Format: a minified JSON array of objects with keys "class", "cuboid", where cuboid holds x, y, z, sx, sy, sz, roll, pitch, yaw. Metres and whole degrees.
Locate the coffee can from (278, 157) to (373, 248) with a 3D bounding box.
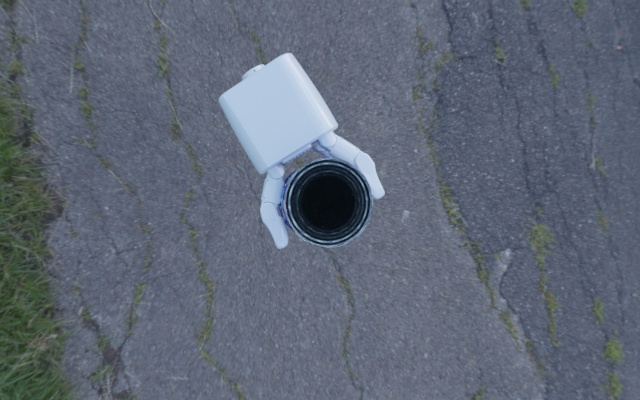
[{"class":"coffee can","cuboid":[0.000,0.002,0.604,0.103,0.103,0.140,0,1,-8]}]
